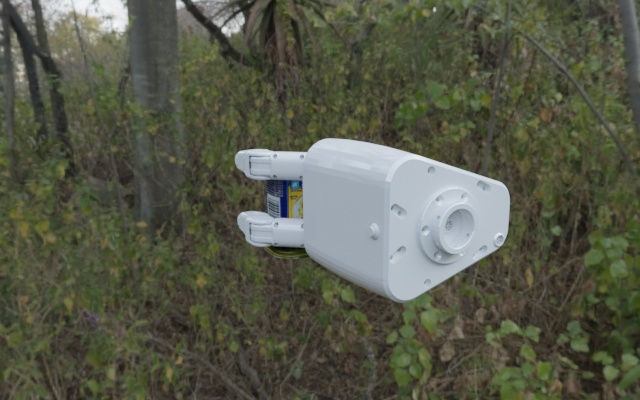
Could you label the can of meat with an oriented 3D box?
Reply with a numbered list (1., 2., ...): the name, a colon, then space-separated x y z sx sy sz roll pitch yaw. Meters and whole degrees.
1. can of meat: 0.000 0.001 0.435 0.102 0.084 0.057 -5 12 -24
